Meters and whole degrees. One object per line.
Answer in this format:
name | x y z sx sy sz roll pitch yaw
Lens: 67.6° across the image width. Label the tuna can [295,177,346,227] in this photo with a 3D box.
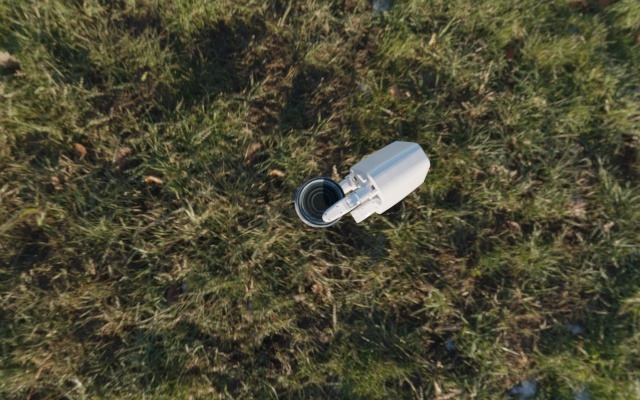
tuna can | 0.000 0.003 0.804 0.086 0.086 0.034 0 -1 -6
